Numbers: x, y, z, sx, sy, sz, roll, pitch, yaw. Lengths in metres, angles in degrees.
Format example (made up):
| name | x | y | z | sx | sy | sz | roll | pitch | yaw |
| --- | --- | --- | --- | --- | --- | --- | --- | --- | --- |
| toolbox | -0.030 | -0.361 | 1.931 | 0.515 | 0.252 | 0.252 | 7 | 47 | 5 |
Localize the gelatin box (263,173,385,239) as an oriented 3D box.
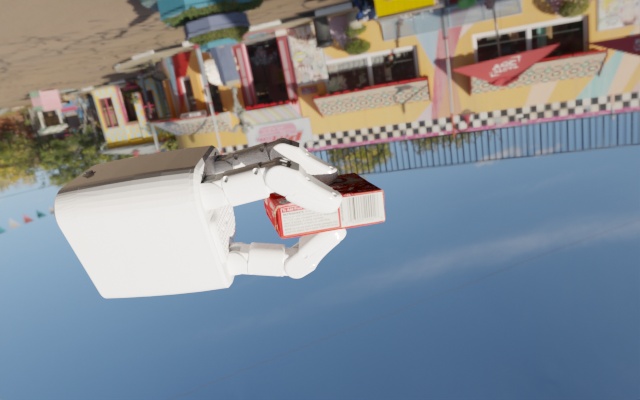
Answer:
| name | x | y | z | sx | sy | sz | roll | pitch | yaw |
| --- | --- | --- | --- | --- | --- | --- | --- | --- | --- |
| gelatin box | 0.000 | 0.002 | 0.402 | 0.089 | 0.030 | 0.073 | -9 | 16 | -12 |
